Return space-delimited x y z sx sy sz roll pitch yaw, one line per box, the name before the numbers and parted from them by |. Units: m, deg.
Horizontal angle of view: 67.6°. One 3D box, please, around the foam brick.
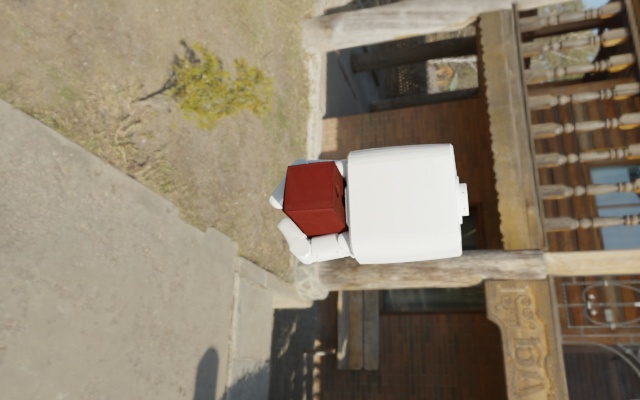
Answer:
foam brick | 0.000 0.002 0.492 0.051 0.053 0.078 -5 -26 18
